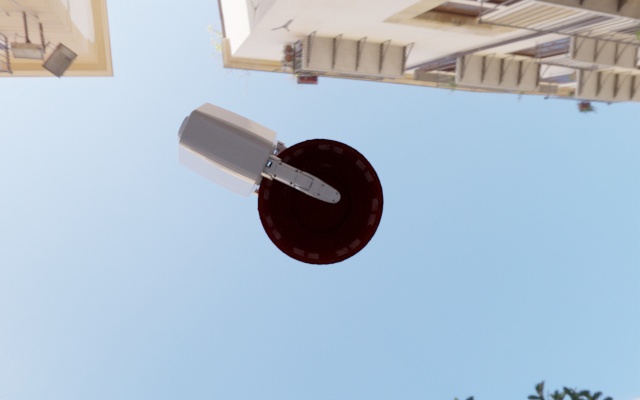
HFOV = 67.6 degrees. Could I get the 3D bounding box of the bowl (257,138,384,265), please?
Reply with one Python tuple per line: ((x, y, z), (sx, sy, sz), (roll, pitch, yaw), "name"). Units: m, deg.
((0.001, 0.003, 0.632), (0.162, 0.162, 0.055), (0, -1, 0), "bowl")
